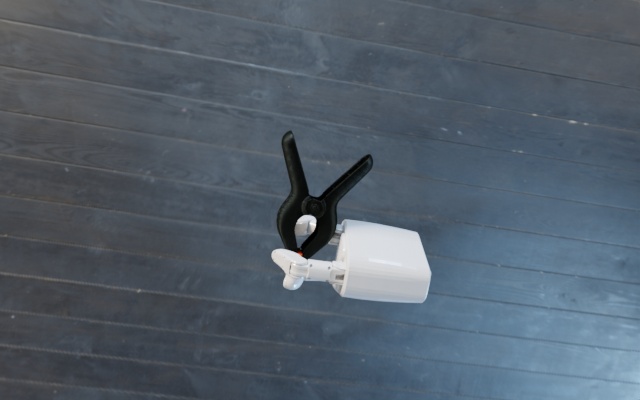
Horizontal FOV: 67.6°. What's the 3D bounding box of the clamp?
[{"bbox_3d":[0.000,0.002,0.616,0.120,0.171,0.039,8,13,-5],"label":"clamp"}]
